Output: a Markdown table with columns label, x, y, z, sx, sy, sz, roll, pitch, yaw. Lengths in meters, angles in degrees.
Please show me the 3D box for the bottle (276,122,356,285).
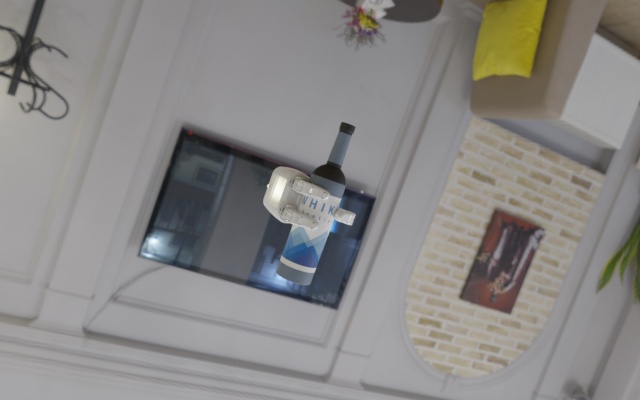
| label | x | y | z | sx | sy | sz | roll | pitch | yaw |
| --- | --- | --- | --- | --- | --- | --- | --- | --- | --- |
| bottle | 0.000 | 0.003 | 0.859 | 0.069 | 0.296 | 0.069 | 20 | 4 | -1 |
